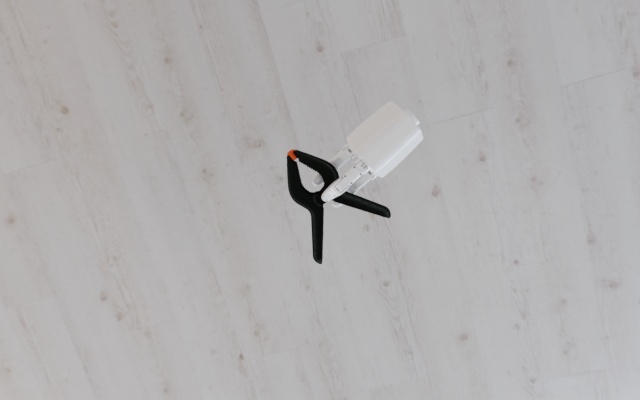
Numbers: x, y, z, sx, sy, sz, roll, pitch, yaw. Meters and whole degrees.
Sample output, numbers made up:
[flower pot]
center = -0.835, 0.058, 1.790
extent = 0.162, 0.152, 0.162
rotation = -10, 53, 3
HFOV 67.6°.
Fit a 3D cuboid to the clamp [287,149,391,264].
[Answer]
[clamp]
center = 0.000, 0.002, 0.858
extent = 0.164, 0.210, 0.036
rotation = -42, 7, 8
